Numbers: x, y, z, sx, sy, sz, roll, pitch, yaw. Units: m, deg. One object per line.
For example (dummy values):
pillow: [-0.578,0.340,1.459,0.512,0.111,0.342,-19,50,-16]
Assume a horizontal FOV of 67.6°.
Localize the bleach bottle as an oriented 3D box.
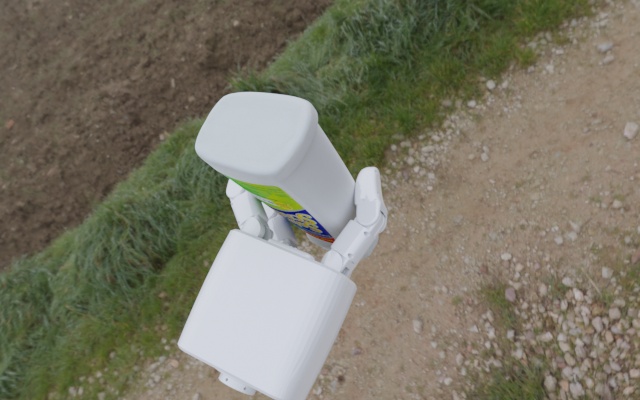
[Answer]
bleach bottle: [0.000,0.001,0.445,0.102,0.068,0.251,15,-18,34]
